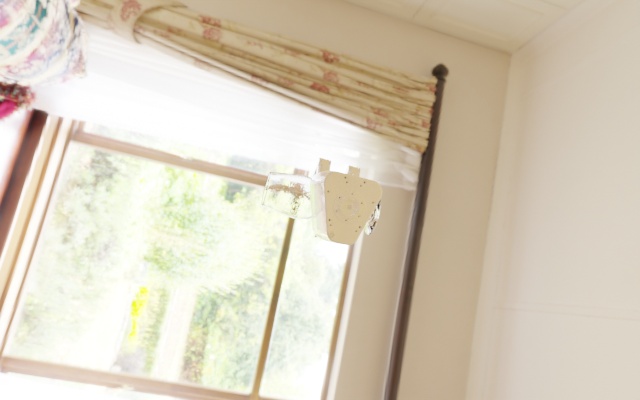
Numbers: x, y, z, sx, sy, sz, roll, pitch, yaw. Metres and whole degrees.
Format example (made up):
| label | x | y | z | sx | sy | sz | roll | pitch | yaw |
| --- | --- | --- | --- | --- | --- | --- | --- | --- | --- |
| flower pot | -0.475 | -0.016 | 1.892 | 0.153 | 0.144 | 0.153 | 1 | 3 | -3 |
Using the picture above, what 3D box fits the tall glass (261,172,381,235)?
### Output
| label | x | y | z | sx | sy | sz | roll | pitch | yaw |
| --- | --- | --- | --- | --- | --- | --- | --- | --- | --- |
| tall glass | 0.001 | 0.003 | 0.845 | 0.201 | 0.079 | 0.079 | 14 | -3 | -10 |
